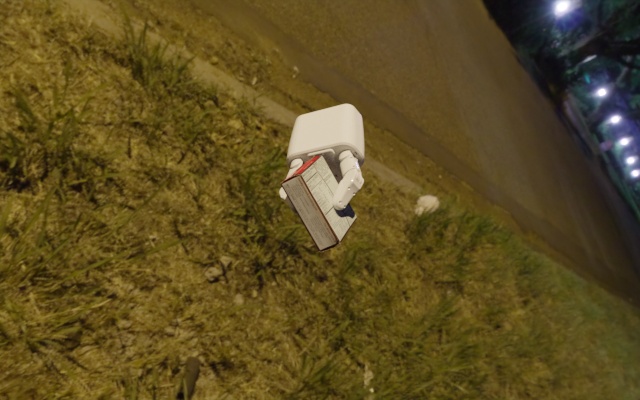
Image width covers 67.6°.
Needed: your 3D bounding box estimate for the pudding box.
[{"bbox_3d":[0.000,0.002,0.667,0.039,0.113,0.090,-26,10,28],"label":"pudding box"}]
